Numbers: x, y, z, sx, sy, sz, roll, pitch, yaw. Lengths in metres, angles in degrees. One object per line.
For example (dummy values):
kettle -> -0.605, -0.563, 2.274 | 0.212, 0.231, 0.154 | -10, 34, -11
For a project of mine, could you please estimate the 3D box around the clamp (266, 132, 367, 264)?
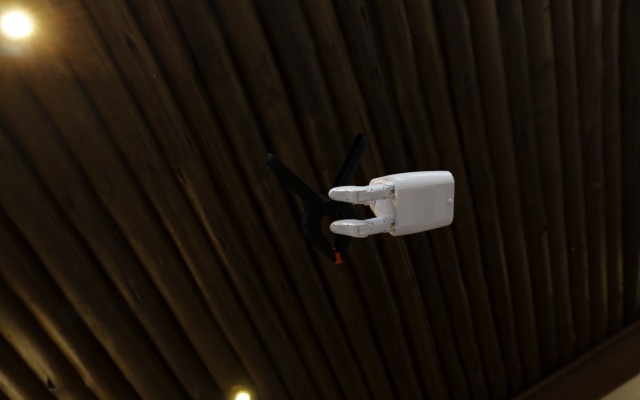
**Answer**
clamp -> 0.000, 0.003, 0.762 | 0.164, 0.210, 0.036 | -8, 16, -17
